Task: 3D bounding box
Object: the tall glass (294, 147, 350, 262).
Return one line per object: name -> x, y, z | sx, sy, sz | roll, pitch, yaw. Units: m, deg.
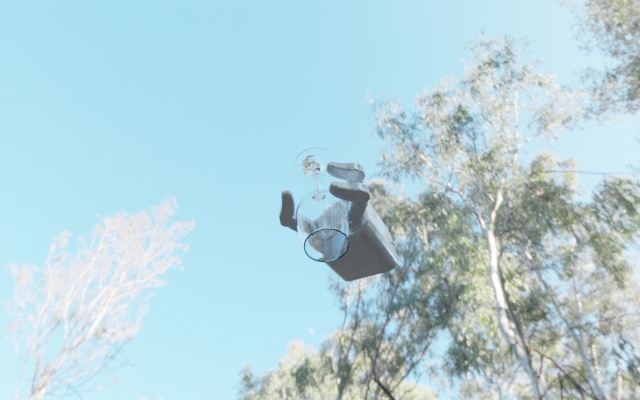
tall glass -> 0.000, 0.002, 0.719 | 0.079, 0.079, 0.201 | 0, 36, -5
